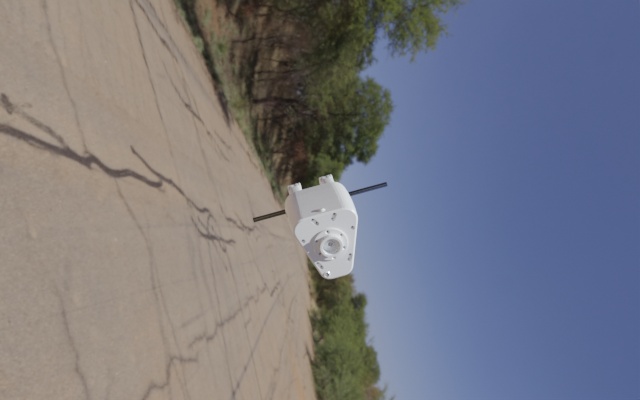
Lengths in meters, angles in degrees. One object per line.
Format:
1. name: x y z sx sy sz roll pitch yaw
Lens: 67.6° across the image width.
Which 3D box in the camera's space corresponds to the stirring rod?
1. stirring rod: 0.000 0.003 0.831 0.239 0.011 0.011 -15 1 -3
